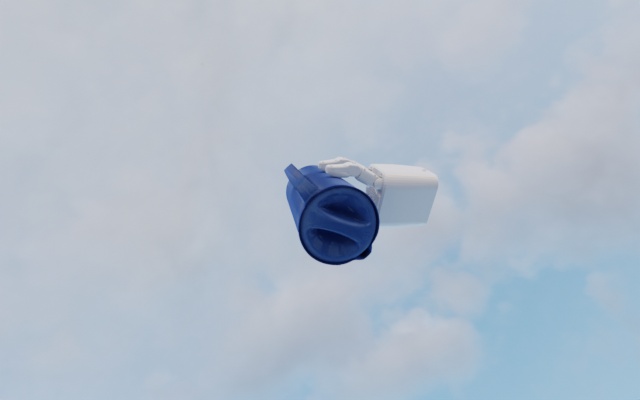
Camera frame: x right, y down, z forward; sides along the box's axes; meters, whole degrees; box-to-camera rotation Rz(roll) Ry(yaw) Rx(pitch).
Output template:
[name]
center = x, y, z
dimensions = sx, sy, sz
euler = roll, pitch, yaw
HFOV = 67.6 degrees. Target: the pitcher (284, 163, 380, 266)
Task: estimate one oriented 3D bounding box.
[pitcher]
center = 0.000, 0.003, 0.856
dimensions = 0.145, 0.149, 0.242
euler = -1, 16, -13
